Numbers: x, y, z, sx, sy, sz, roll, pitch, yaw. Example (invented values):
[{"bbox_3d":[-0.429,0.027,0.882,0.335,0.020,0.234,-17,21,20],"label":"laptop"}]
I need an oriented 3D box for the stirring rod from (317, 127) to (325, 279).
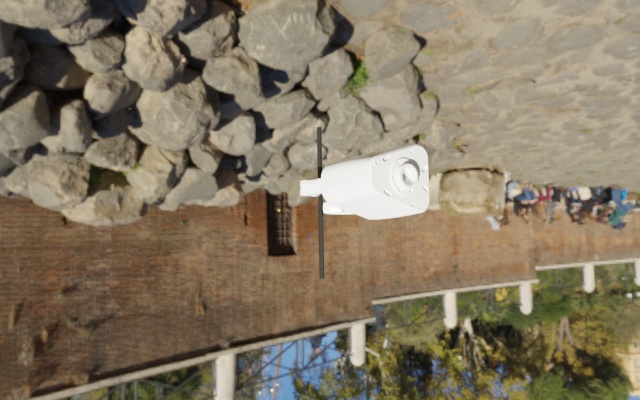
[{"bbox_3d":[0.000,0.002,0.757,0.011,0.239,0.011,-1,-5,0],"label":"stirring rod"}]
